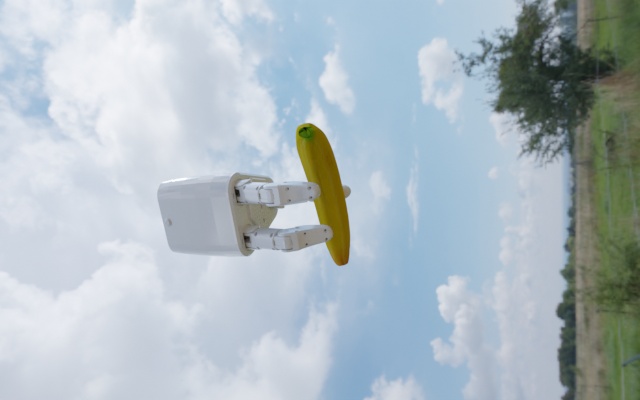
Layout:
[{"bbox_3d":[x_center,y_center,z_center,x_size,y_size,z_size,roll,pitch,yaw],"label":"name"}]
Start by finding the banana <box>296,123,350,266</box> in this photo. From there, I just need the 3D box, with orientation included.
[{"bbox_3d":[0.003,-0.013,0.540,0.037,0.198,0.069,-5,40,17],"label":"banana"}]
